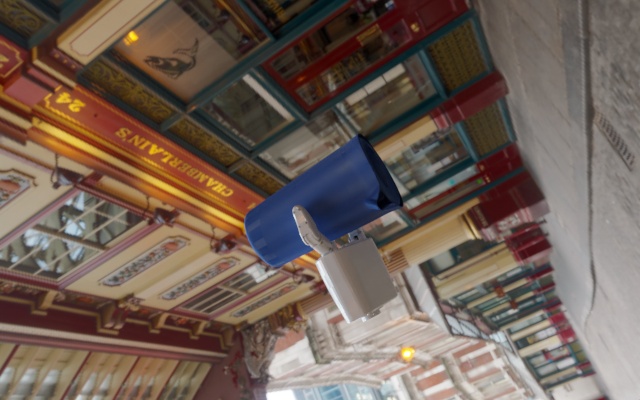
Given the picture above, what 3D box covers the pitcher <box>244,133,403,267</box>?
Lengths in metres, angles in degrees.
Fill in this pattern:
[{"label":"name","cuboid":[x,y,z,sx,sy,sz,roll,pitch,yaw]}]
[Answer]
[{"label":"pitcher","cuboid":[0.000,0.003,0.781,0.243,0.145,0.149,-30,-12,17]}]
